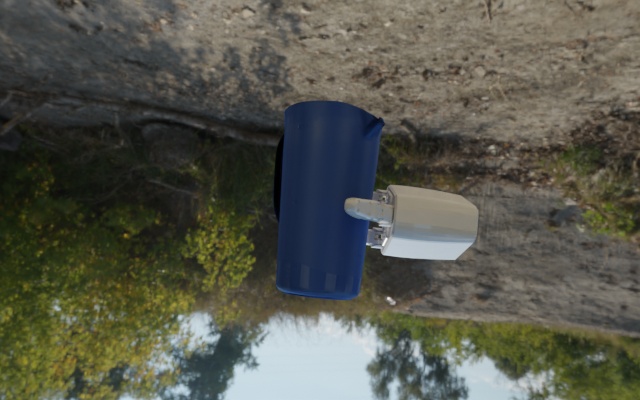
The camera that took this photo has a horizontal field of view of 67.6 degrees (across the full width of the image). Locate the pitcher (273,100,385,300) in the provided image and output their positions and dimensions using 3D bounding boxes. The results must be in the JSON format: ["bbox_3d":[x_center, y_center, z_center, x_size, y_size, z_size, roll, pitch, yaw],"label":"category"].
[{"bbox_3d":[0.000,0.002,0.632,0.145,0.243,0.149,6,-7,0],"label":"pitcher"}]
